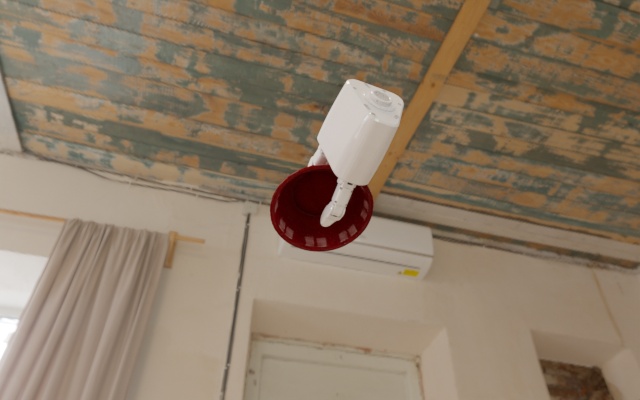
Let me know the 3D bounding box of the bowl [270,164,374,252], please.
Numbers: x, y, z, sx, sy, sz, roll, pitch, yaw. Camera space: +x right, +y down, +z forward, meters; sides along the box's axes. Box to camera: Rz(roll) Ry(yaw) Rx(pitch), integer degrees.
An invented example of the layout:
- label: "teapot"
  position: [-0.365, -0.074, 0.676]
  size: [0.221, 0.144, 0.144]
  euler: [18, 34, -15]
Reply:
- label: "bowl"
  position: [-0.001, 0.003, 0.762]
  size: [0.162, 0.162, 0.055]
  euler: [0, 32, -7]
